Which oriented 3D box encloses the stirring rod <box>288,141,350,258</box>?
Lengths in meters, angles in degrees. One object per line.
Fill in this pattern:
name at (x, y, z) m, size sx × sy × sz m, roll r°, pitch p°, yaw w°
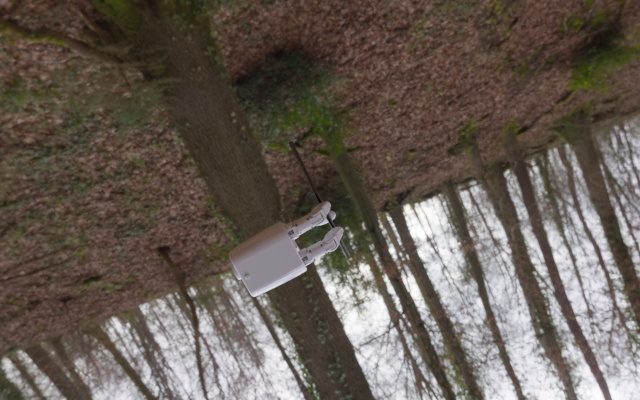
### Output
stirring rod at (0.000, 0.003, 0.856) m, size 0.011 × 0.239 × 0.011 m, roll -24°, pitch 18°, yaw 8°
